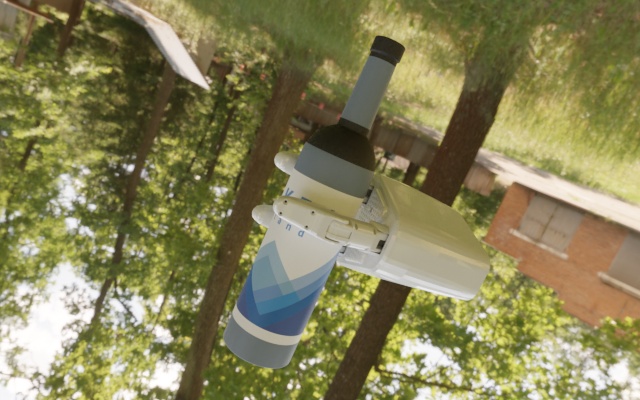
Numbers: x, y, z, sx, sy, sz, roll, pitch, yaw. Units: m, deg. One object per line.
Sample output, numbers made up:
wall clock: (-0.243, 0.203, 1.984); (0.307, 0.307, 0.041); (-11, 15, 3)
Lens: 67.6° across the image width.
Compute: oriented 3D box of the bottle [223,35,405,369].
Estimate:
bottle: (0.000, 0.002, 0.419); (0.069, 0.296, 0.069); (23, 8, -4)
